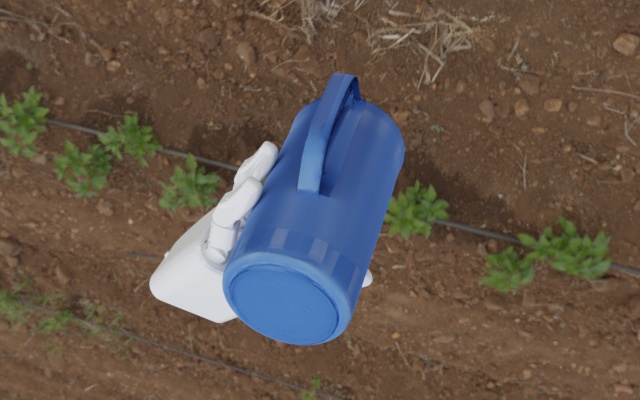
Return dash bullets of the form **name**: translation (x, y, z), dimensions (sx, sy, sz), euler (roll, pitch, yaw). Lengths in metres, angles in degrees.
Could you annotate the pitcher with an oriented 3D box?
- **pitcher**: translation (0.000, 0.002, 0.454), dimensions (0.145, 0.149, 0.242), euler (-30, 24, 35)
